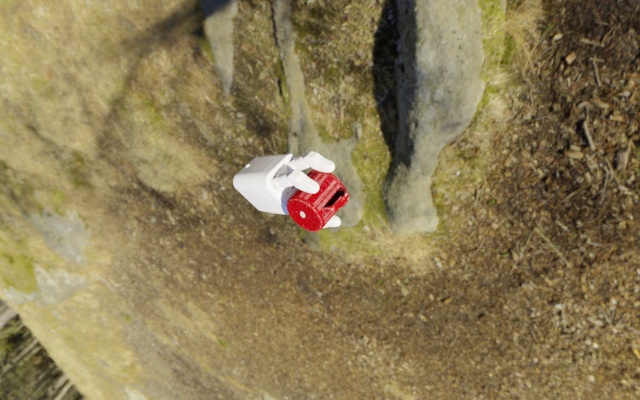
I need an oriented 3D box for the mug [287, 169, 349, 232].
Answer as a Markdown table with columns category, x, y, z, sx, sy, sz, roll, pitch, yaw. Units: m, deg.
| category | x | y | z | sx | sy | sz | roll | pitch | yaw |
| --- | --- | --- | --- | --- | --- | --- | --- | --- | --- |
| mug | 0.001 | 0.003 | 0.869 | 0.117 | 0.093 | 0.081 | 1 | 40 | 43 |
